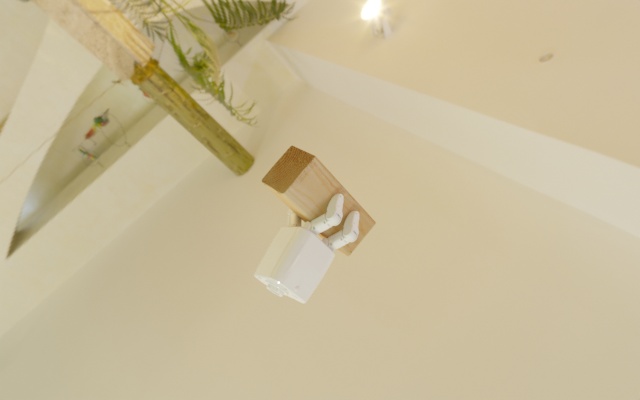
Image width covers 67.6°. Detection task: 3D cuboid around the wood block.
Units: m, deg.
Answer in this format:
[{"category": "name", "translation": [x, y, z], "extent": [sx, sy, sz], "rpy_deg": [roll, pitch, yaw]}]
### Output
[{"category": "wood block", "translation": [0.000, 0.003, 0.896], "extent": [0.206, 0.090, 0.090], "rpy_deg": [46, -10, -36]}]
